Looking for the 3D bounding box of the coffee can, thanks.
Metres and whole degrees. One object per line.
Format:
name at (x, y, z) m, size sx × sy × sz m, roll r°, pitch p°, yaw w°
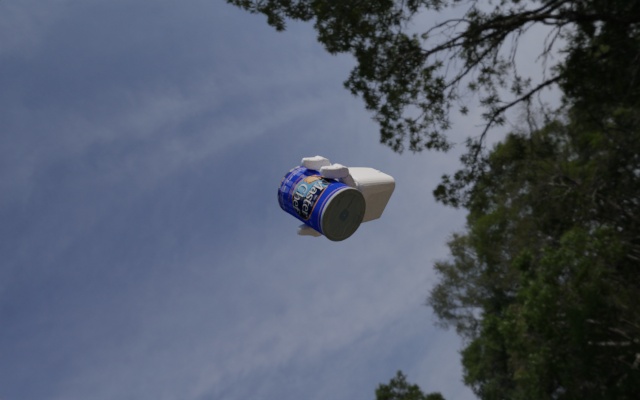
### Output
coffee can at (0.000, 0.003, 0.898) m, size 0.103 × 0.103 × 0.140 m, roll 0°, pitch 20°, yaw -42°
